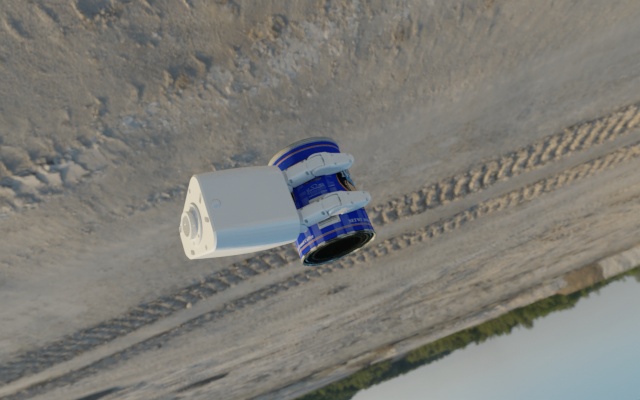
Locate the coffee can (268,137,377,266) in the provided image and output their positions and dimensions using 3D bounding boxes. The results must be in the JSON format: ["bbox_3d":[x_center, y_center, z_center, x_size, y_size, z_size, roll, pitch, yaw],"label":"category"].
[{"bbox_3d":[0.000,0.002,0.632,0.103,0.140,0.103,-19,-21,-7],"label":"coffee can"}]
